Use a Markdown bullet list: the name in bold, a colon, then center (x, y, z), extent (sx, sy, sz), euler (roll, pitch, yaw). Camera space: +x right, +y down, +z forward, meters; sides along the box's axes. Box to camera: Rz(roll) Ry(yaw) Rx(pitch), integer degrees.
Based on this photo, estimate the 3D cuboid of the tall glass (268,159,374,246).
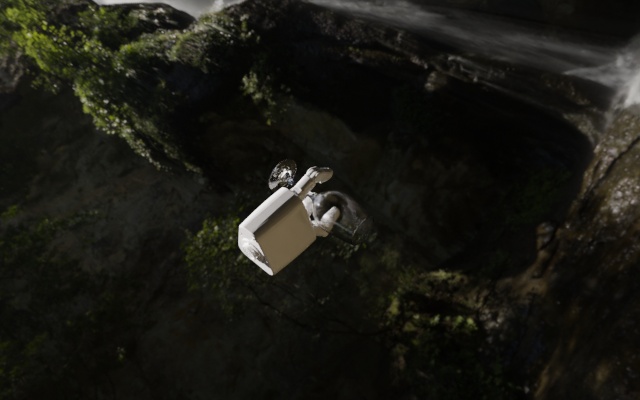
- **tall glass**: center (0.000, 0.002, 0.868), extent (0.201, 0.079, 0.079), euler (34, 17, 27)
